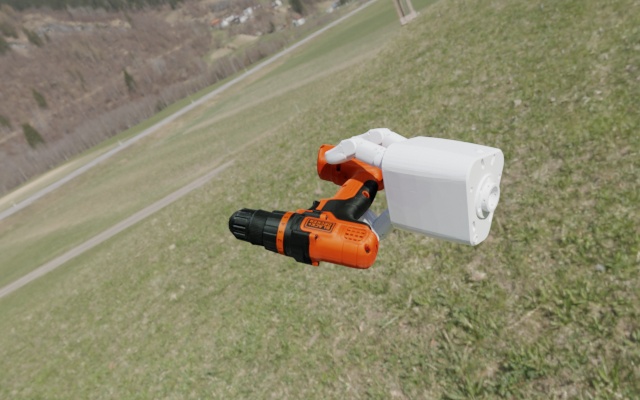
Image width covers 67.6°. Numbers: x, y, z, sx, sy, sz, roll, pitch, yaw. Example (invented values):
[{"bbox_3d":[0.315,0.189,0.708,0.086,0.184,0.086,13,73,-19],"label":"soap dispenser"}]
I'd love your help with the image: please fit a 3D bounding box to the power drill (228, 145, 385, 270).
[{"bbox_3d":[0.001,0.002,0.605,0.184,0.057,0.187,12,43,17],"label":"power drill"}]
